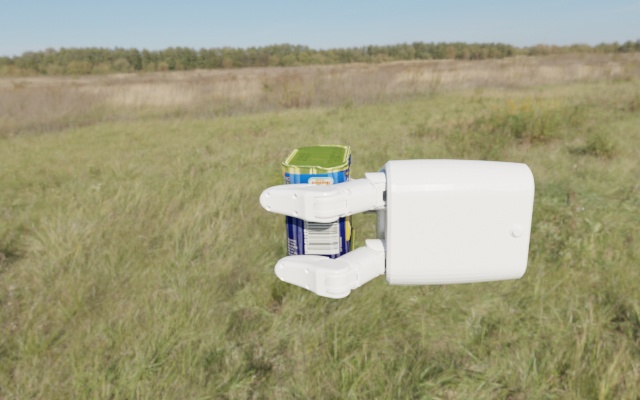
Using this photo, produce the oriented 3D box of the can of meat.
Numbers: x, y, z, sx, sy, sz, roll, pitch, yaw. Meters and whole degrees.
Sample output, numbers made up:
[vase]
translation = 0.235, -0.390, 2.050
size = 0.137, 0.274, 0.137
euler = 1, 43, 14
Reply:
[can of meat]
translation = 0.000, 0.001, 0.407
size = 0.057, 0.084, 0.102
euler = 0, 17, 5
